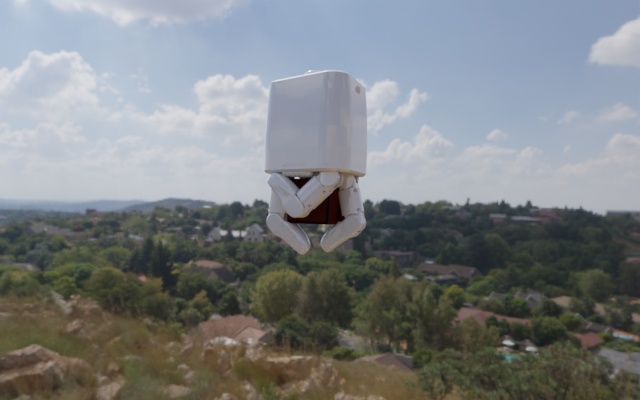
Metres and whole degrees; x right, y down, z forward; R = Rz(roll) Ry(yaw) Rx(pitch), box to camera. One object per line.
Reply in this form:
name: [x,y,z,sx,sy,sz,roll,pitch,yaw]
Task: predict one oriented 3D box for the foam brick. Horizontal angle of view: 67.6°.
foam brick: [0.000,0.002,0.569,0.053,0.051,0.078,1,-1,21]
